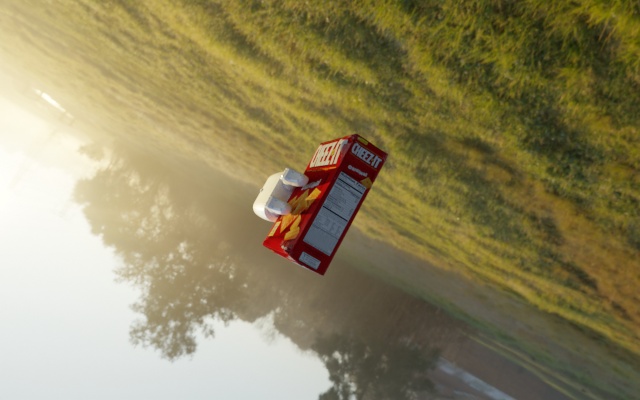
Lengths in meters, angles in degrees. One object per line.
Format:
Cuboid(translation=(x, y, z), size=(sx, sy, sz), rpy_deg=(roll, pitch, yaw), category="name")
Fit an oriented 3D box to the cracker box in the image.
Cuboid(translation=(0.000, 0.003, 0.779), size=(0.072, 0.213, 0.164), rpy_deg=(32, -9, -18), category="cracker box")
